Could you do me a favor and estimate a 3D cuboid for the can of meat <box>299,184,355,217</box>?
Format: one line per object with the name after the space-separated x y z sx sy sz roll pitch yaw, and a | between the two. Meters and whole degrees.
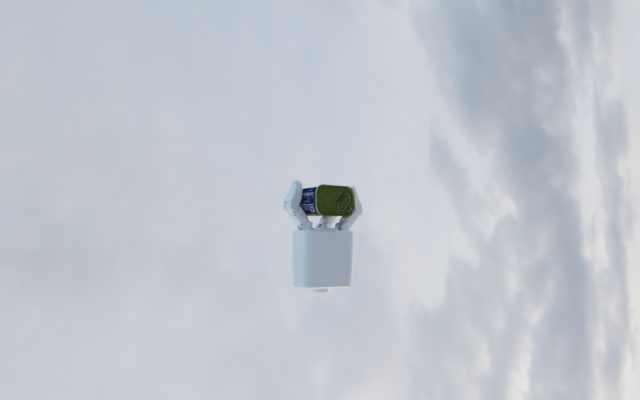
0.000 0.003 0.896 0.102 0.057 0.084 2 -5 -44 | can of meat
